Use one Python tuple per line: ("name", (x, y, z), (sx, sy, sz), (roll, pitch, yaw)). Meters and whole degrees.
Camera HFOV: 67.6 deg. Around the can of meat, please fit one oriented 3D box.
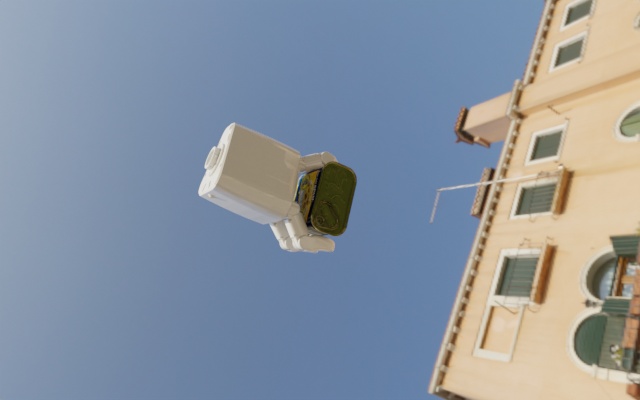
("can of meat", (0.000, 0.002, 0.693), (0.057, 0.102, 0.084), (21, -17, -25))
